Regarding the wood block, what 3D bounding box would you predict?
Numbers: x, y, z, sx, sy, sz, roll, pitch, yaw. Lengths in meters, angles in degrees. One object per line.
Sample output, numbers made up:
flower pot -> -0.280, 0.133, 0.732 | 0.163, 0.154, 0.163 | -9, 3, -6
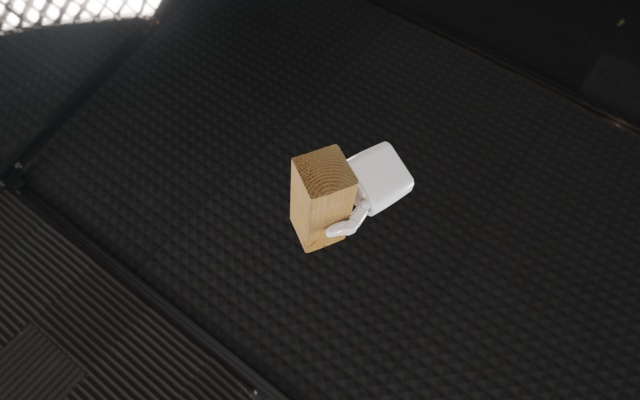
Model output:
wood block -> 0.001, 0.003, 0.885 | 0.090, 0.090, 0.206 | -19, -28, -15
